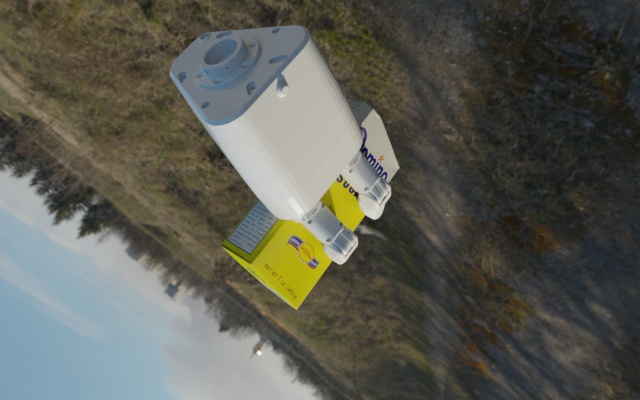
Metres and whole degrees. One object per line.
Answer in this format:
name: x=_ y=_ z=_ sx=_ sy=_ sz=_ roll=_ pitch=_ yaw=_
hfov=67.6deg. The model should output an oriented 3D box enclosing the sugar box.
sugar box: x=0.000 y=0.002 z=0.433 sx=0.048 sy=0.176 sz=0.093 roll=27 pitch=-19 yaw=38
